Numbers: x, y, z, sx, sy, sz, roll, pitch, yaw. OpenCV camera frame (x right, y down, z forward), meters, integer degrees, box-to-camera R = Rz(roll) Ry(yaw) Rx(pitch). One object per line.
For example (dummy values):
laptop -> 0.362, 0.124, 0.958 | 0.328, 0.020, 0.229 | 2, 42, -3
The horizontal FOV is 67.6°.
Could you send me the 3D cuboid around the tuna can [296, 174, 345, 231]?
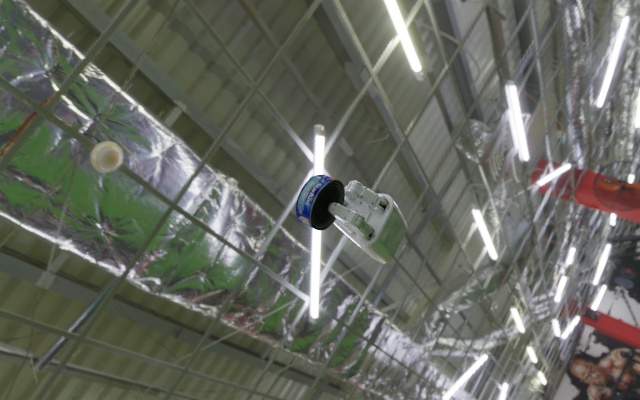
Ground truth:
tuna can -> 0.000, 0.002, 0.750 | 0.033, 0.086, 0.086 | 25, 14, 31
